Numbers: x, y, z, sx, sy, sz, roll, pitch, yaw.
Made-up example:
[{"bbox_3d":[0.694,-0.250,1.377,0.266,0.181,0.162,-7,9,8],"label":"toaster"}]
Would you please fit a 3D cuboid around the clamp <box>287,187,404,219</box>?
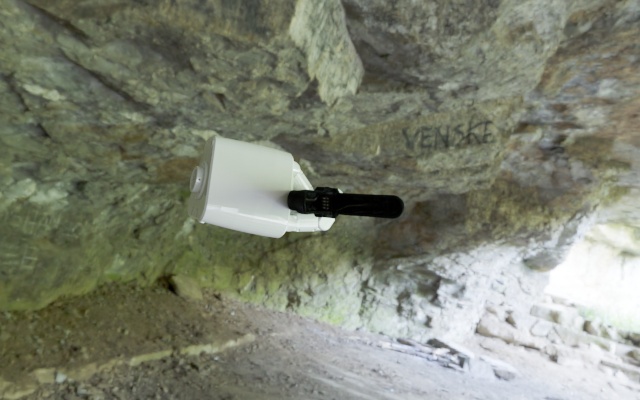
[{"bbox_3d":[0.000,0.001,0.546,0.120,0.039,0.171,10,-5,-28],"label":"clamp"}]
